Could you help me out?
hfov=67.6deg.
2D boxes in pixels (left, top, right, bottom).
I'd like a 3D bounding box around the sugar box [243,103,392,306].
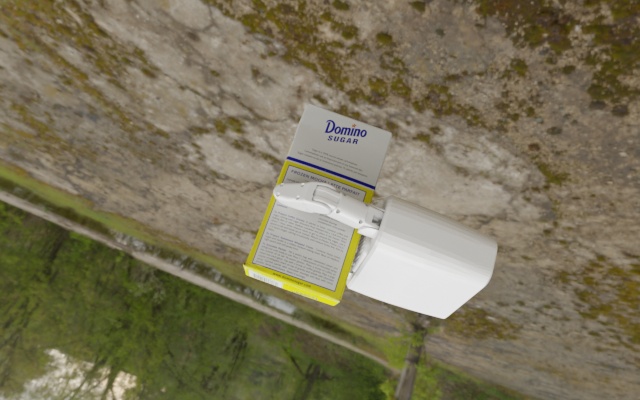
[{"bbox_3d":[0.000,0.002,0.463,0.093,0.176,0.048,20,-21,0],"label":"sugar box"}]
